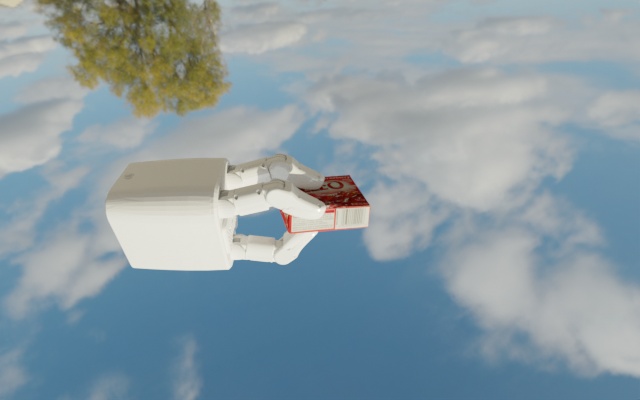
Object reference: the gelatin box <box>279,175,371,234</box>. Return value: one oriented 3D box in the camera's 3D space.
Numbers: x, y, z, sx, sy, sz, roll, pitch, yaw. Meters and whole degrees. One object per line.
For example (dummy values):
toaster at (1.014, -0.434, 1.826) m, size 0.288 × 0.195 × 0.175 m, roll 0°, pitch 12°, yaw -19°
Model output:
gelatin box at (0.000, 0.002, 0.514) m, size 0.089 × 0.030 × 0.073 m, roll -4°, pitch 30°, yaw -14°
